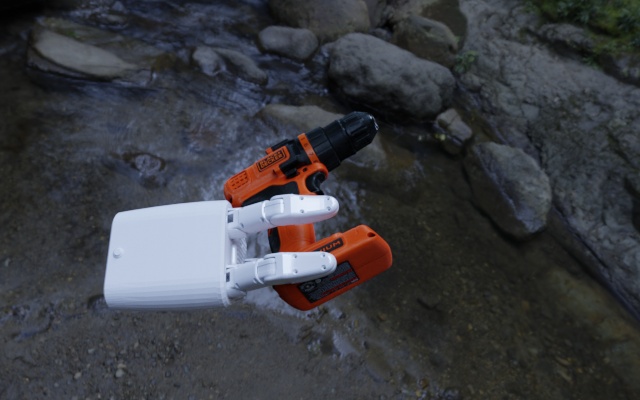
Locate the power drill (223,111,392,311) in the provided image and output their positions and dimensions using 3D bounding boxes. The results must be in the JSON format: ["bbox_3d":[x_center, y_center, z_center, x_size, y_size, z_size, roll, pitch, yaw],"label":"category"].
[{"bbox_3d":[0.000,0.002,0.477,0.184,0.187,0.057,-30,-46,5],"label":"power drill"}]
